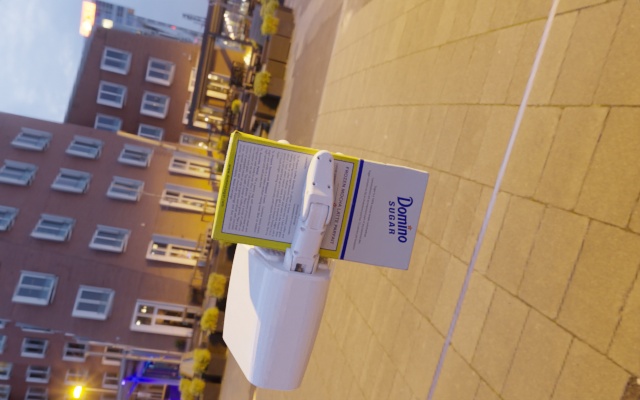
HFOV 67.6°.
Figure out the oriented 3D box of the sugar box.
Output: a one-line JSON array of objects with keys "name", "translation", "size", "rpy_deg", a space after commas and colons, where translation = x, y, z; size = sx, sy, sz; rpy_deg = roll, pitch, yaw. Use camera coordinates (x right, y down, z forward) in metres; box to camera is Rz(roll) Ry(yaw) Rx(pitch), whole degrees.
[{"name": "sugar box", "translation": [0.000, 0.001, 0.426], "size": [0.176, 0.093, 0.048], "rpy_deg": [11, 5, -13]}]
